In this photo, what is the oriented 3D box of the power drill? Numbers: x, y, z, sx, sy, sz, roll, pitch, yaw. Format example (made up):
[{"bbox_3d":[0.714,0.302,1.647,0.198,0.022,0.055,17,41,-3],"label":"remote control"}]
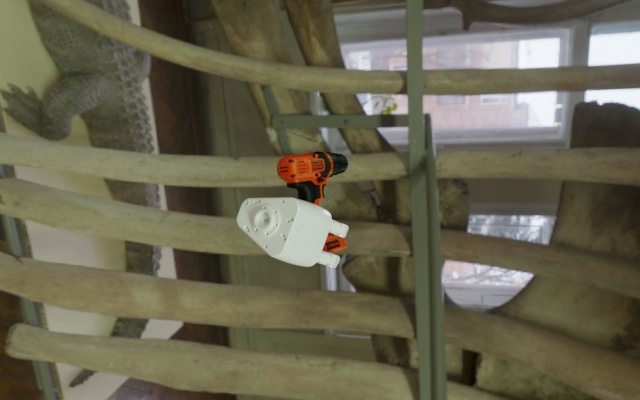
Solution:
[{"bbox_3d":[0.000,0.003,0.883,0.057,0.187,0.184,-7,2,39],"label":"power drill"}]
